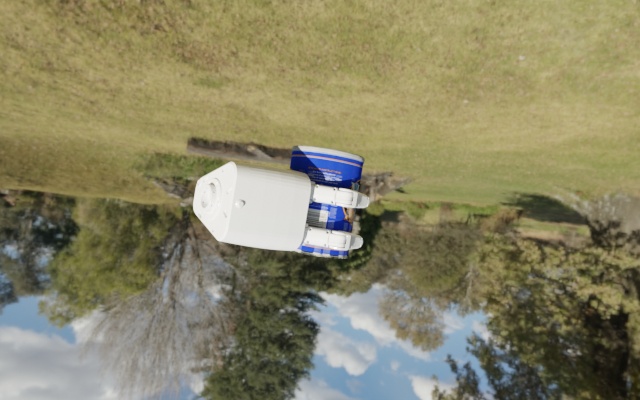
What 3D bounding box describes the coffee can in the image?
[{"bbox_3d":[0.000,0.002,0.666,0.103,0.140,0.103,9,0,0],"label":"coffee can"}]
